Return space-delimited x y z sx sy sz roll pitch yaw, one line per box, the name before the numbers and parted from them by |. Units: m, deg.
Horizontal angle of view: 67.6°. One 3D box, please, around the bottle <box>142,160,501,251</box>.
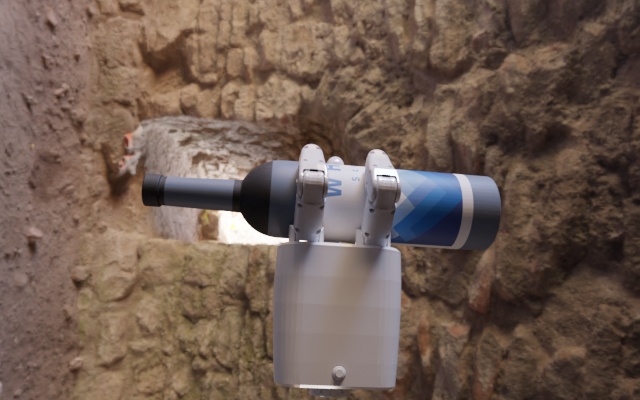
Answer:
bottle | 0.000 0.001 0.413 0.296 0.069 0.069 4 0 -6
